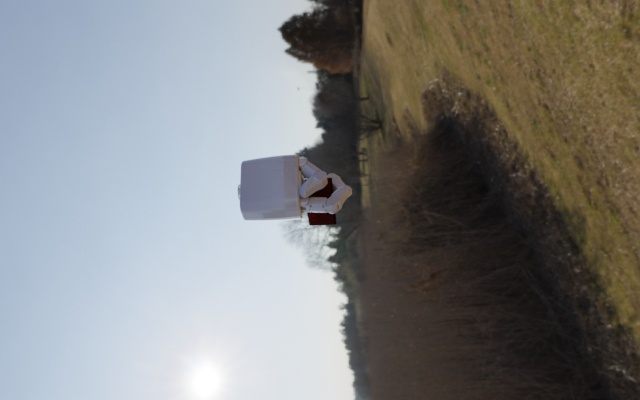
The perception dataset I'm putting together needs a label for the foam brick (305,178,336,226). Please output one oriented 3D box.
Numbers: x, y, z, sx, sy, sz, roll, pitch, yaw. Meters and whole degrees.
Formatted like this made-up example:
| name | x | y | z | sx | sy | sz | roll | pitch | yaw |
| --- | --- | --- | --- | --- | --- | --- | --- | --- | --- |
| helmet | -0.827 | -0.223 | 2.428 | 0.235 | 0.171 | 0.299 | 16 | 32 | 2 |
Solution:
| name | x | y | z | sx | sy | sz | roll | pitch | yaw |
| --- | --- | --- | --- | --- | --- | --- | --- | --- | --- |
| foam brick | 0.000 | 0.003 | 0.886 | 0.051 | 0.053 | 0.078 | -5 | -41 | 4 |
